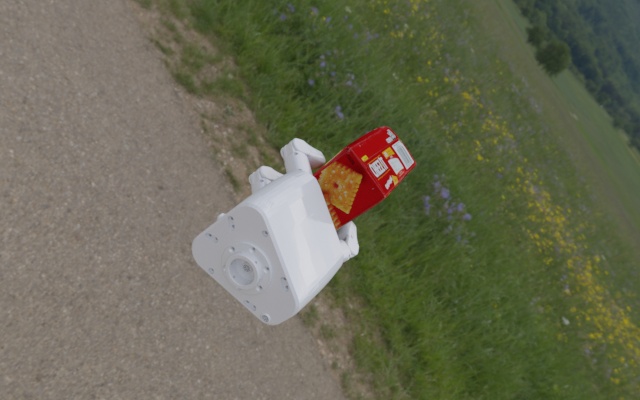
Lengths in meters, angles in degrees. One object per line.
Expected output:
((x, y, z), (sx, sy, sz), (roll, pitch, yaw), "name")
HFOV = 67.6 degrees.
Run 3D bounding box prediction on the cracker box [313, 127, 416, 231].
((0.000, 0.002, 0.593), (0.214, 0.072, 0.164), (-34, 1, 28), "cracker box")
